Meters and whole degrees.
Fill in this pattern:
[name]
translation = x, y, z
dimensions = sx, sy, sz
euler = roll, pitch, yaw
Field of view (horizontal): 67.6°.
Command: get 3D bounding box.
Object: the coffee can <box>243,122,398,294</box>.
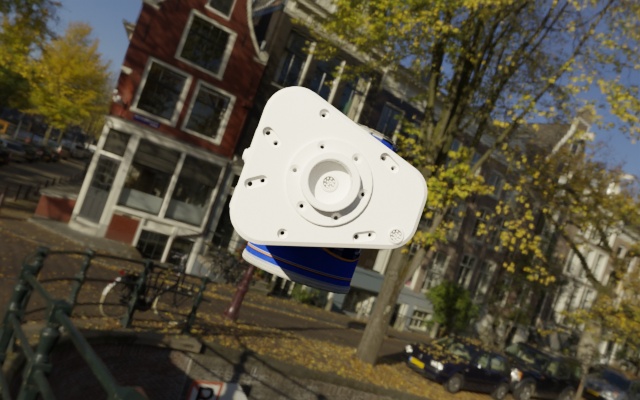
[coffee can]
translation = 0.000, 0.002, 0.439
dimensions = 0.103, 0.140, 0.103
euler = 19, -2, 1
